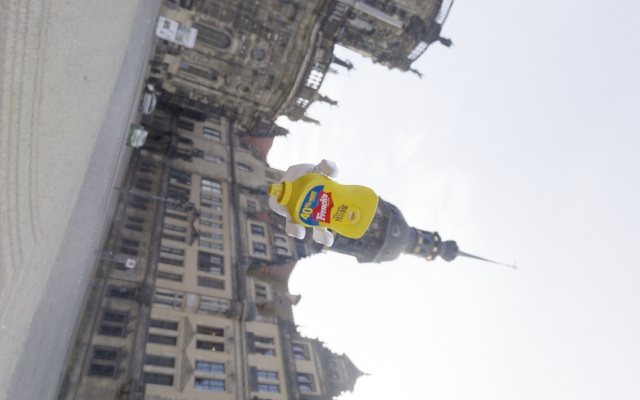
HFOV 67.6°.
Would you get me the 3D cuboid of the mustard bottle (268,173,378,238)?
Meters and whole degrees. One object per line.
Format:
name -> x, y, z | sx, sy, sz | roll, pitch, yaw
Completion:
mustard bottle -> 0.000, 0.003, 0.842 | 0.191, 0.096, 0.058 | 15, 24, -21
